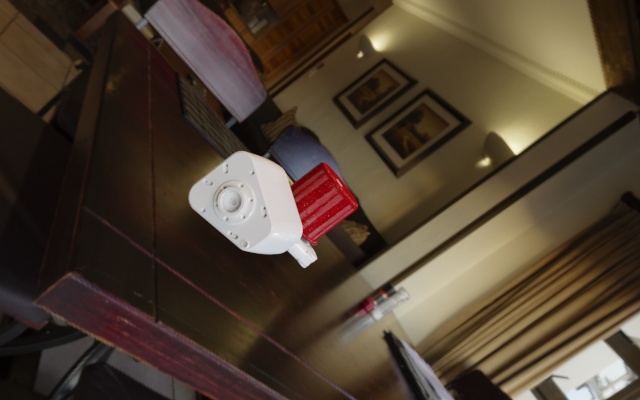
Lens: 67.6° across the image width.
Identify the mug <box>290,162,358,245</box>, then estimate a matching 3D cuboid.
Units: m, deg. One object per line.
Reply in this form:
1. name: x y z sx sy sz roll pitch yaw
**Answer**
1. mug: 0.001 0.002 0.675 0.081 0.093 0.117 -37 -12 8
